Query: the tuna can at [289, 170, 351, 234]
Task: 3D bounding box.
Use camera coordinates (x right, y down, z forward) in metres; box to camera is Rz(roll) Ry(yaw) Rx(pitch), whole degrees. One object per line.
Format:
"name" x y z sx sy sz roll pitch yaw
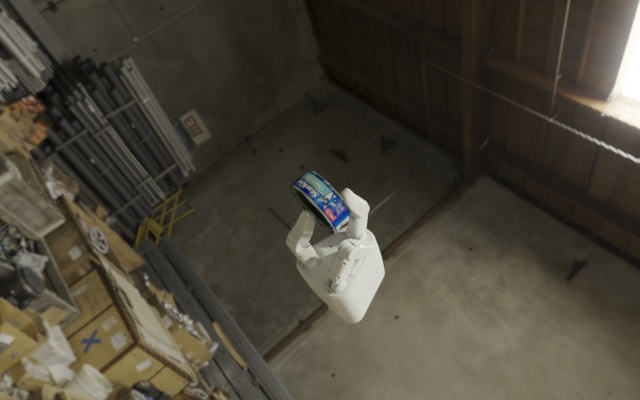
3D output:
"tuna can" 0.000 0.002 0.622 0.033 0.086 0.086 -43 9 -10
